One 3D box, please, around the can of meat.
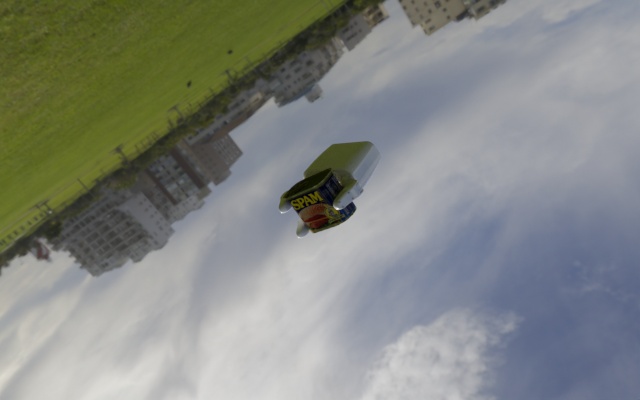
[{"bbox_3d":[0.000,0.003,0.824,0.102,0.084,0.057,-21,23,42],"label":"can of meat"}]
